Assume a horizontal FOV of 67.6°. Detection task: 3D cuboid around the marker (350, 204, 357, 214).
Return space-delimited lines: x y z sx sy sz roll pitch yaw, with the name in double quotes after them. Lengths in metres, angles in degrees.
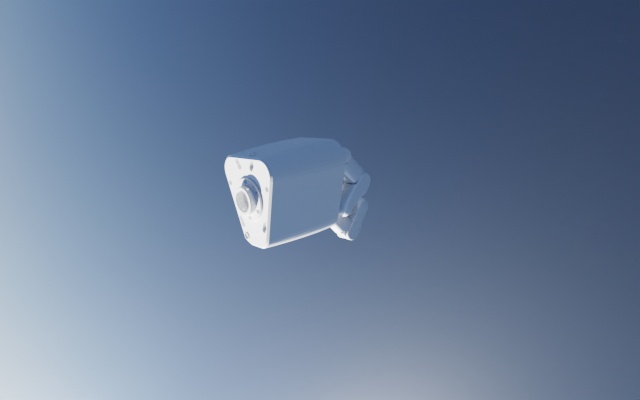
0.000 0.002 0.647 0.020 0.020 0.121 0 6 -42 "marker"
